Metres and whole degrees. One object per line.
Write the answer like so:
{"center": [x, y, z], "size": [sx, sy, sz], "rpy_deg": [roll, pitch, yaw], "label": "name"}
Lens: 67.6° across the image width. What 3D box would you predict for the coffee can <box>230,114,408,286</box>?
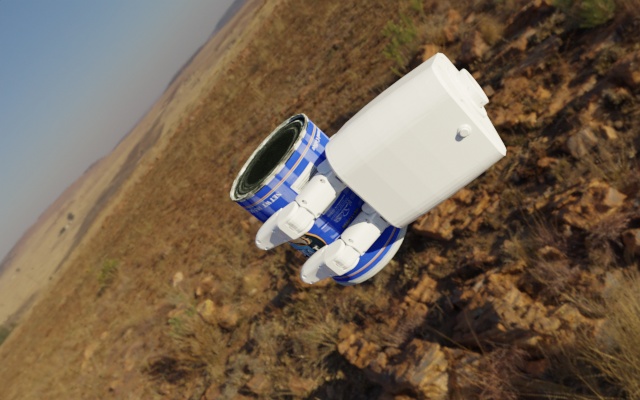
{"center": [0.000, 0.002, 0.460], "size": [0.140, 0.102, 0.103], "rpy_deg": [40, -18, -22], "label": "coffee can"}
